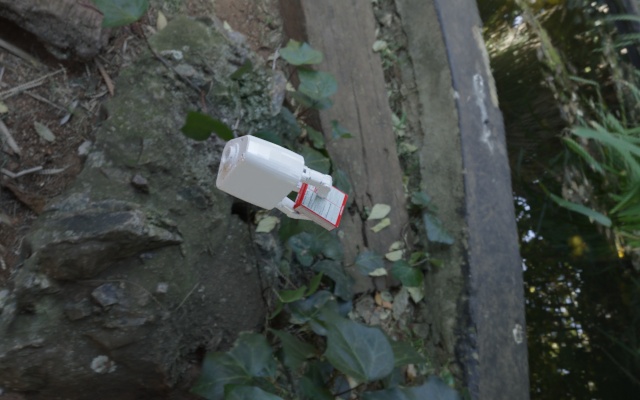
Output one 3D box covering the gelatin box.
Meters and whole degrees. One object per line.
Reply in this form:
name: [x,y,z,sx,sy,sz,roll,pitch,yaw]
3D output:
gelatin box: [0.001,0.003,0.881,0.089,0.073,0.030,31,-34,-19]
